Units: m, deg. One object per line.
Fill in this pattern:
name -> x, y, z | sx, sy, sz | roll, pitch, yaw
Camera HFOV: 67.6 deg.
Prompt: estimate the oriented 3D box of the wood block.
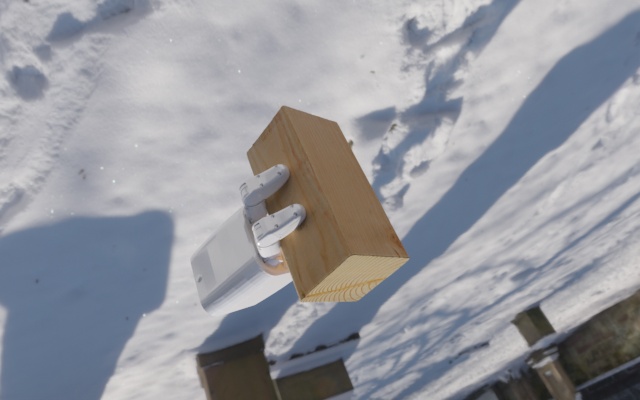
wood block -> 0.000, 0.002, 0.542 | 0.091, 0.206, 0.090 | 10, -45, -42
